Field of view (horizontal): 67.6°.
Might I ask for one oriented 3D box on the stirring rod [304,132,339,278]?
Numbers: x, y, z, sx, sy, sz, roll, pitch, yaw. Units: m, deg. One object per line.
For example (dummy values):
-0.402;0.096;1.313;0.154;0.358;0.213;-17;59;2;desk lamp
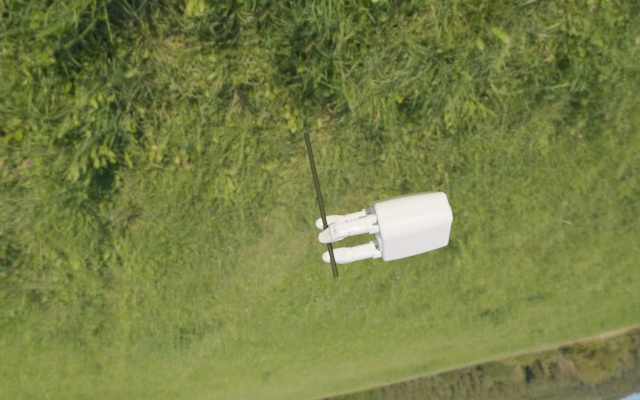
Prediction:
0.000;0.002;0.755;0.011;0.239;0.011;-11;-15;-3;stirring rod
